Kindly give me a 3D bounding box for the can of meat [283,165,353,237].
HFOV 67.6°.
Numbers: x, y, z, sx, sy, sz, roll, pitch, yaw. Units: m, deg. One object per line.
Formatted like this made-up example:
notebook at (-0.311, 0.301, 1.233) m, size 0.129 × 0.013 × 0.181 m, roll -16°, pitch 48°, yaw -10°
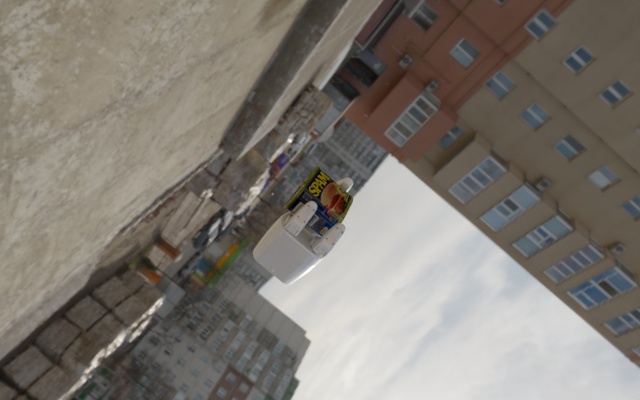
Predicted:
can of meat at (0.000, 0.003, 0.774) m, size 0.057 × 0.084 × 0.102 m, roll -46°, pitch 6°, yaw 34°
